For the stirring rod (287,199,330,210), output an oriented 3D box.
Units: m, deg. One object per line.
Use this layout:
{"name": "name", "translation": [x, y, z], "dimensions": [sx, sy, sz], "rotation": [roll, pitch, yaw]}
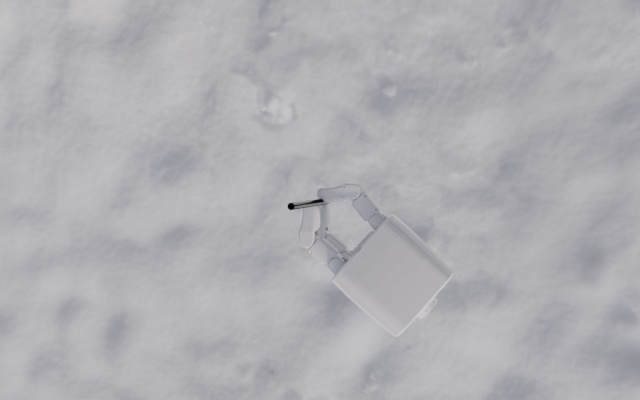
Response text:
{"name": "stirring rod", "translation": [0.000, 0.002, 0.619], "dimensions": [0.011, 0.011, 0.239], "rotation": [0, 2, 15]}
